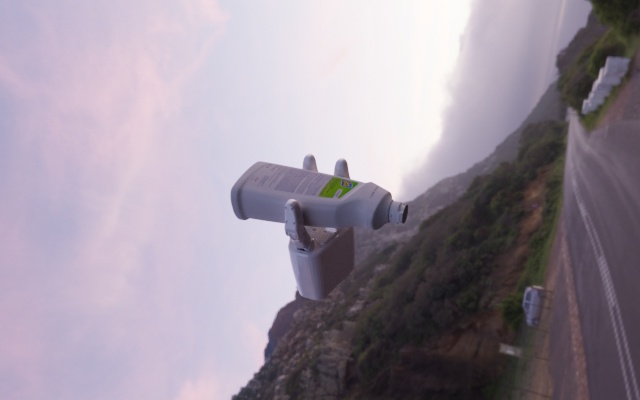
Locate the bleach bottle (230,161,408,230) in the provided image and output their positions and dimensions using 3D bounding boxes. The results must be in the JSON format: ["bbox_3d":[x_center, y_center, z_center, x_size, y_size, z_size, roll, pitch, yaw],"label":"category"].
[{"bbox_3d":[0.000,0.002,0.702,0.251,0.068,0.102,11,41,22],"label":"bleach bottle"}]
